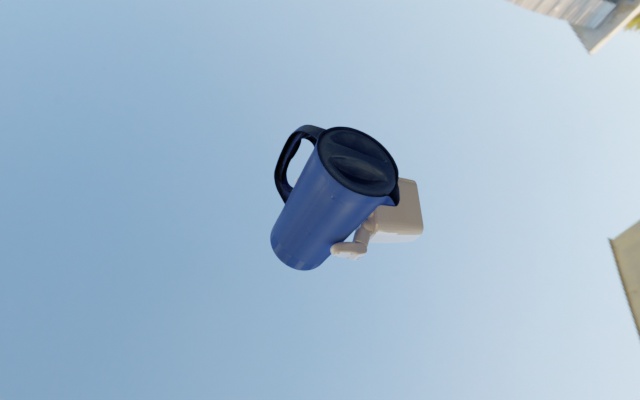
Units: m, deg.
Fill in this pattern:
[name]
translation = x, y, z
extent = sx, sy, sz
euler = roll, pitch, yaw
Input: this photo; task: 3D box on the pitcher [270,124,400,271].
[pitcher]
translation = 0.000, 0.003, 0.760
extent = 0.145, 0.149, 0.243
euler = 4, -38, -29
